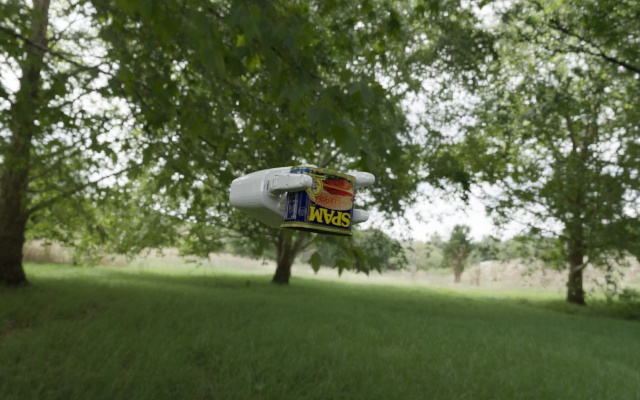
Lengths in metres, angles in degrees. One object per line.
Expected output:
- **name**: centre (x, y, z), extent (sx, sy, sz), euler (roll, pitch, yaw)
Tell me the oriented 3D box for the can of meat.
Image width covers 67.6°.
- **can of meat**: centre (0.000, 0.002, 0.665), extent (0.102, 0.084, 0.057), euler (12, -10, -34)
